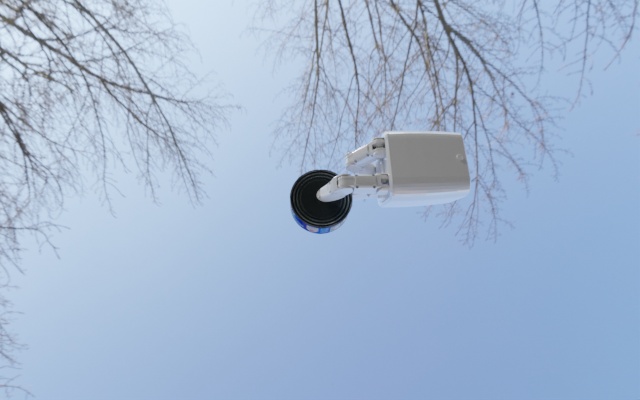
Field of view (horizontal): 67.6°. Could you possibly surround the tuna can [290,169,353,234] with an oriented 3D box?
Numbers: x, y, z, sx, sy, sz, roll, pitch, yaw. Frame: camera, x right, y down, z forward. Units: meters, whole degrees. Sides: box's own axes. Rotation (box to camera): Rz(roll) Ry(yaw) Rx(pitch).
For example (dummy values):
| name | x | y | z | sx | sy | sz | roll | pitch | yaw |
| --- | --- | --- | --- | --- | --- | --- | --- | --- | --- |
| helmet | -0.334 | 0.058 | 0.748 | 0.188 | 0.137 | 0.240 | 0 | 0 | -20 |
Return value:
| name | x | y | z | sx | sy | sz | roll | pitch | yaw |
| --- | --- | --- | --- | --- | --- | --- | --- | --- | --- |
| tuna can | 0.000 | 0.002 | 0.664 | 0.086 | 0.086 | 0.034 | 0 | -21 | -5 |
